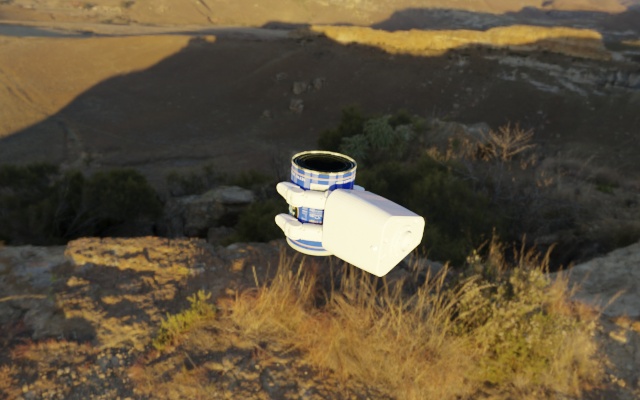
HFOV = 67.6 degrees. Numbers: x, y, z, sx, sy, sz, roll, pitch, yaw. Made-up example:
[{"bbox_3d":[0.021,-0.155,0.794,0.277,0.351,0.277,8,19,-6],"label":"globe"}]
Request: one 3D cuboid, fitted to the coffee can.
[{"bbox_3d":[0.000,0.003,0.771,0.103,0.140,0.102,4,24,-2],"label":"coffee can"}]
